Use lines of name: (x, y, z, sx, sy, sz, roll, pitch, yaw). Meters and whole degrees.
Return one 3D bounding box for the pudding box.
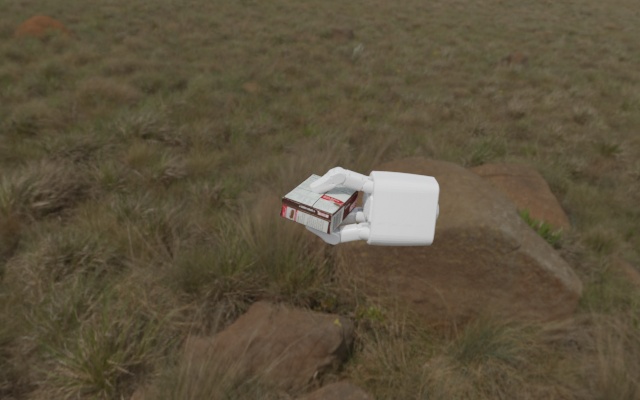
pudding box: (0.000, 0.002, 0.773, 0.090, 0.039, 0.113, 19, 28, 19)
